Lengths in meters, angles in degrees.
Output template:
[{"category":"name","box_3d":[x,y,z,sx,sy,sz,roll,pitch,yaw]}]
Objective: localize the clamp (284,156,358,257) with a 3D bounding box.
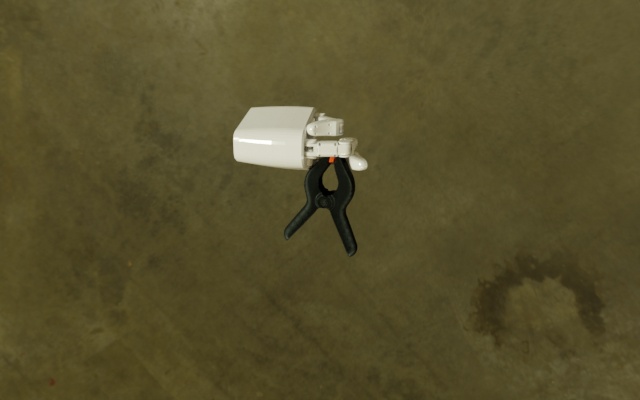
[{"category":"clamp","box_3d":[0.000,0.002,0.742,0.120,0.171,0.039,3,16,8]}]
